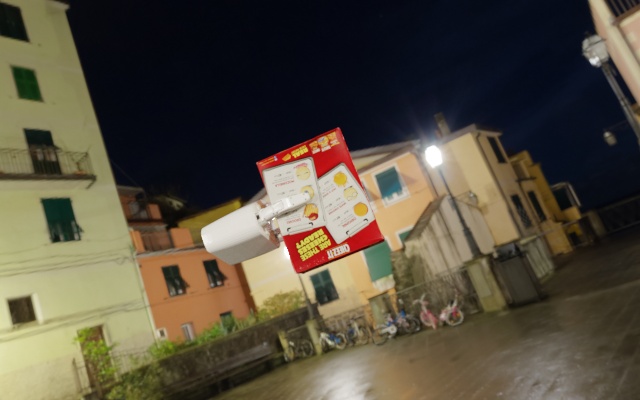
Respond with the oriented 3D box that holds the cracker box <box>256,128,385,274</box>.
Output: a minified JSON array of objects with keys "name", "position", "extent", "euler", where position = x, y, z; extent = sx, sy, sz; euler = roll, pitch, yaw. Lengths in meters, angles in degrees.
[{"name":"cracker box","position":[0.000,0.003,0.852],"extent":[0.164,0.213,0.072],"euler":[-23,-13,7]}]
